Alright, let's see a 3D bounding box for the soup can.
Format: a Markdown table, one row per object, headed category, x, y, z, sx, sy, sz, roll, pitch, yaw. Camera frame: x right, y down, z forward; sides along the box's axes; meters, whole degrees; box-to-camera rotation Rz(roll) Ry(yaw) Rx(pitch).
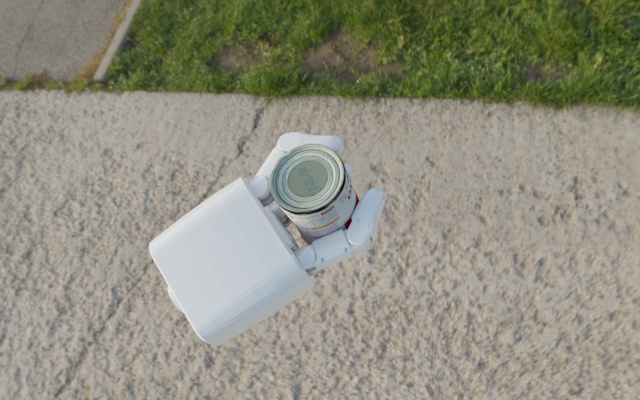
| category | x | y | z | sx | sy | sz | roll | pitch | yaw |
| --- | --- | --- | --- | --- | --- | --- | --- | --- | --- |
| soup can | 0.000 | 0.001 | 0.439 | 0.068 | 0.068 | 0.102 | 0 | -25 | 15 |
